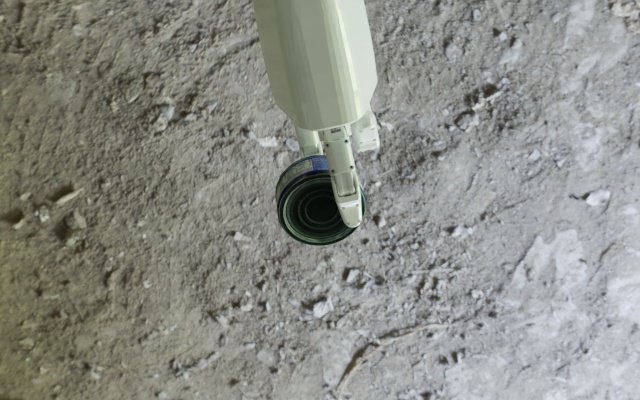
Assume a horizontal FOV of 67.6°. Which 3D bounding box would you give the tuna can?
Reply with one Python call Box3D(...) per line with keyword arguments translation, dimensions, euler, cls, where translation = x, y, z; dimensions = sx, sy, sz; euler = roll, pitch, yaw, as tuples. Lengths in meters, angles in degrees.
Box3D(translation=(0.000, 0.002, 0.457), dimensions=(0.086, 0.086, 0.033), euler=(0, 33, -8), cls="tuna can")
